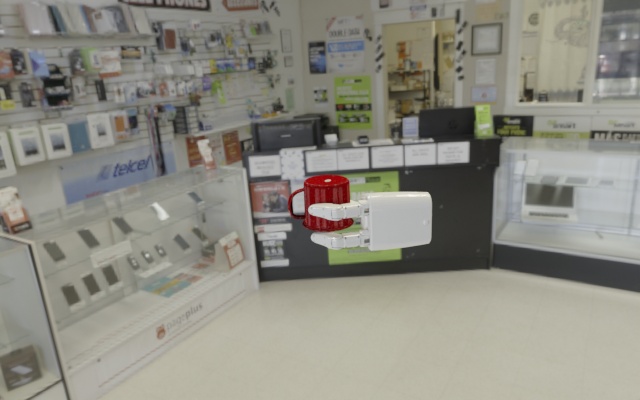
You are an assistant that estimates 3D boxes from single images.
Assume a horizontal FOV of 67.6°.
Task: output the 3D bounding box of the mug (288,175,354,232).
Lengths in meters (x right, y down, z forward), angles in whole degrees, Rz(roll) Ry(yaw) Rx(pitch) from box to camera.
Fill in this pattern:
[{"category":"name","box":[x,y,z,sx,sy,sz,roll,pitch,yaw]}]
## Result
[{"category":"mug","box":[-0.001,0.003,0.847,0.117,0.081,0.093,-4,17,-5]}]
